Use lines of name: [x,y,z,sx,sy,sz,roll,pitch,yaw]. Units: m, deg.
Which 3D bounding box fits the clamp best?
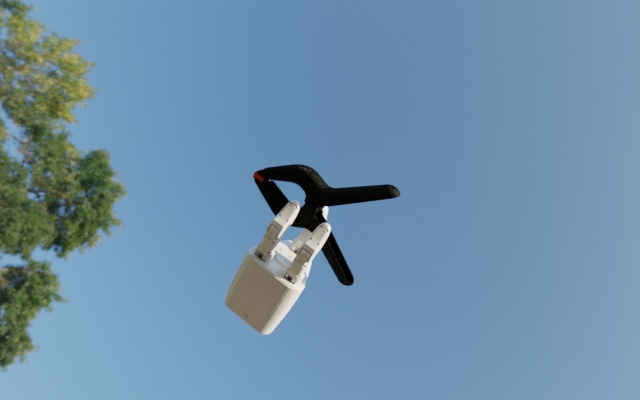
clamp: [0.000,0.002,0.683,0.210,0.165,0.036,37,23,11]
